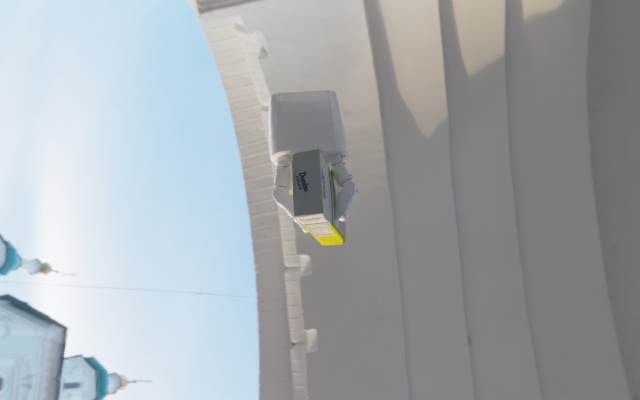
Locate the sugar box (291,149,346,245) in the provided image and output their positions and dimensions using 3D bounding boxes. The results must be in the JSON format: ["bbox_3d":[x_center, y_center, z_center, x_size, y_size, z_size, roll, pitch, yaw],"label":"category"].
[{"bbox_3d":[0.000,0.002,0.701,0.048,0.093,0.176,-8,-19,13],"label":"sugar box"}]
